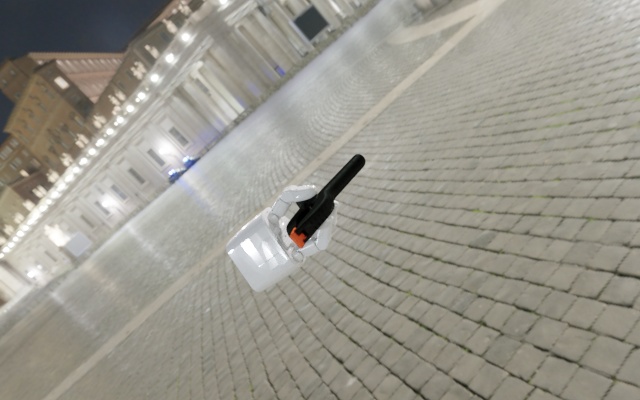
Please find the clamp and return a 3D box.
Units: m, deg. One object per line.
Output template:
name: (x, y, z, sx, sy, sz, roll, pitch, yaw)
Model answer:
clamp: (-0.001, 0.002, 0.792, 0.164, 0.036, 0.210, -37, 14, 25)
